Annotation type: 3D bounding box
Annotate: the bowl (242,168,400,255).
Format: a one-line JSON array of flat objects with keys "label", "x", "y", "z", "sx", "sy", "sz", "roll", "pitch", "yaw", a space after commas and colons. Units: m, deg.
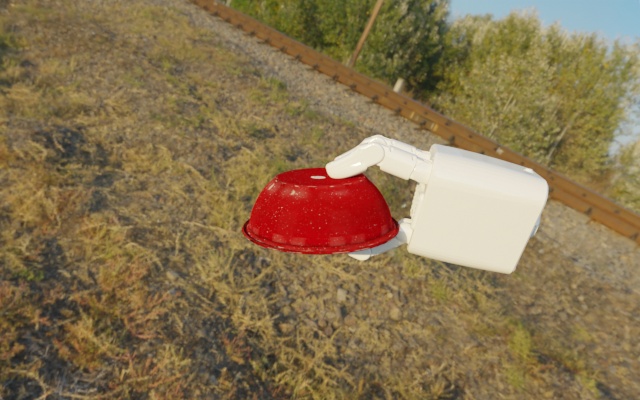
[{"label": "bowl", "x": -0.001, "y": 0.001, "z": 0.487, "sx": 0.162, "sy": 0.055, "sz": 0.162, "roll": -1, "pitch": 15, "yaw": 0}]
